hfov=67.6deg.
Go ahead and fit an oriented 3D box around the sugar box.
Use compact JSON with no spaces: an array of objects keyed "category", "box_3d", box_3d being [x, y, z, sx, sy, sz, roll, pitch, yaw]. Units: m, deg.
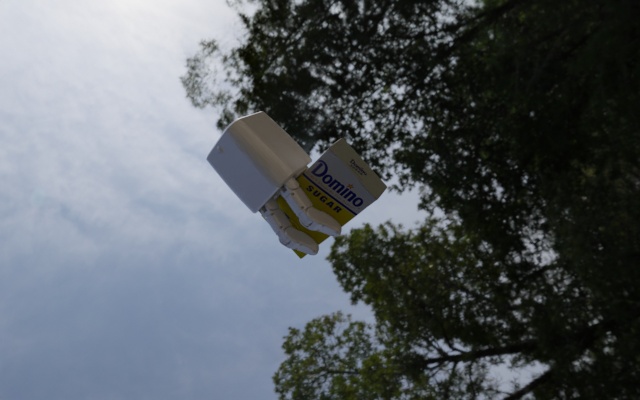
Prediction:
[{"category":"sugar box","box_3d":[0.000,0.002,0.672,0.176,0.093,0.048,-42,1,42]}]
